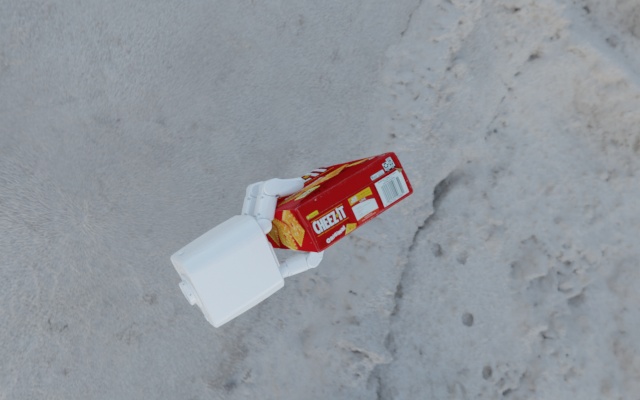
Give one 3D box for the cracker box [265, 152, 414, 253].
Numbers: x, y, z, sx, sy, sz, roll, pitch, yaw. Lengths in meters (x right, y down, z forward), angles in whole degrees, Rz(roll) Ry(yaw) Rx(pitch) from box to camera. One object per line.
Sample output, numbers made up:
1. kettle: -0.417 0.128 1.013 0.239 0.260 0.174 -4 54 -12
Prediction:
1. cracker box: 0.000 0.002 0.684 0.164 0.072 0.213 -31 11 -24
